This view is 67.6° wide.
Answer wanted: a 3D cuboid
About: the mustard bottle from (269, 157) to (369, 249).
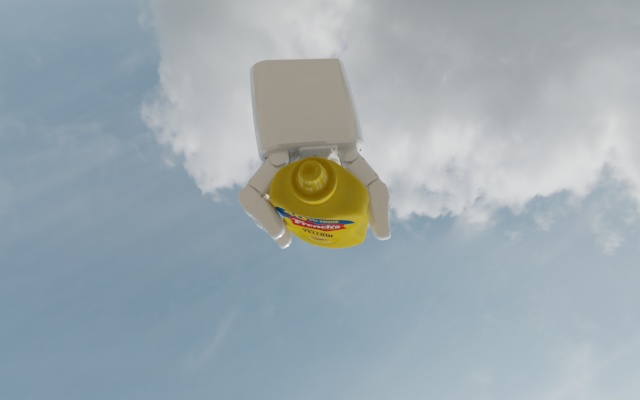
[{"bbox_3d":[0.000,0.002,0.479,0.096,0.058,0.192,12,-15,8],"label":"mustard bottle"}]
